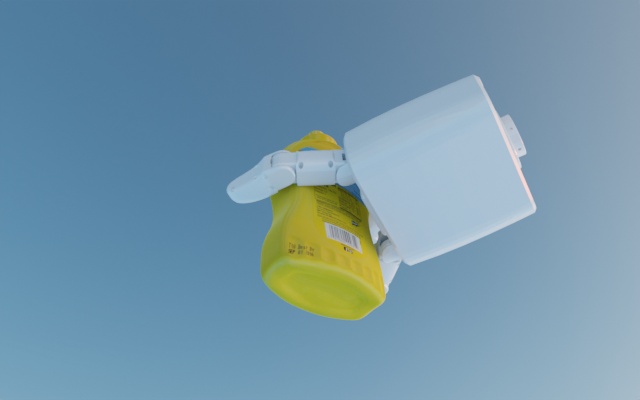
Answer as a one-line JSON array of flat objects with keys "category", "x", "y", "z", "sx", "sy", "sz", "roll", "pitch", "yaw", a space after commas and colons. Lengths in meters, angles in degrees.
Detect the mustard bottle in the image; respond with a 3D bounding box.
[{"category": "mustard bottle", "x": 0.000, "y": 0.002, "z": 0.408, "sx": 0.096, "sy": 0.191, "sz": 0.058, "roll": 26, "pitch": -53, "yaw": -25}]
